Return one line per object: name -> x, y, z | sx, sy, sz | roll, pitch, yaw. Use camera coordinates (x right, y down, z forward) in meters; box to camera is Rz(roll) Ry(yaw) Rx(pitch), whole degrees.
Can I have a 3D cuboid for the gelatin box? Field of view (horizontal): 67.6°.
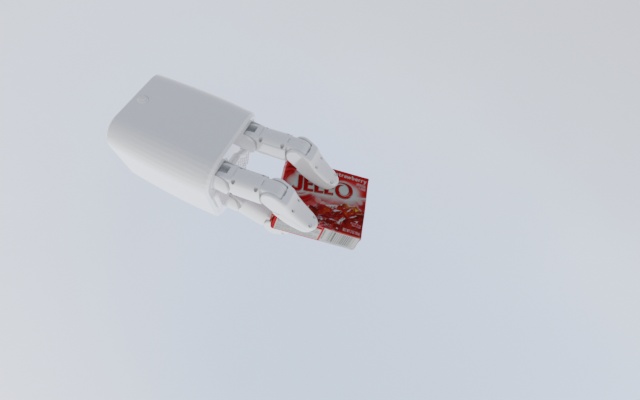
gelatin box -> 0.000, 0.002, 0.477 | 0.089, 0.073, 0.030 | 16, -34, -8
